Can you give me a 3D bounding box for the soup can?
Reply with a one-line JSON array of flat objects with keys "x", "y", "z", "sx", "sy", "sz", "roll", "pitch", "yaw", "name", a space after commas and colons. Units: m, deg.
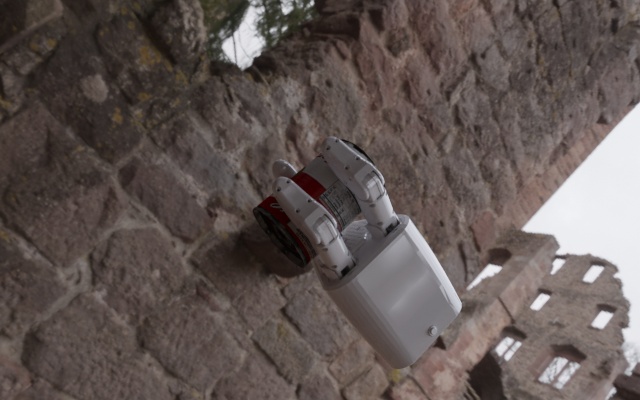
[{"x": 0.000, "y": 0.001, "z": 0.427, "sx": 0.102, "sy": 0.068, "sz": 0.068, "roll": -41, "pitch": 14, "yaw": -17, "name": "soup can"}]
